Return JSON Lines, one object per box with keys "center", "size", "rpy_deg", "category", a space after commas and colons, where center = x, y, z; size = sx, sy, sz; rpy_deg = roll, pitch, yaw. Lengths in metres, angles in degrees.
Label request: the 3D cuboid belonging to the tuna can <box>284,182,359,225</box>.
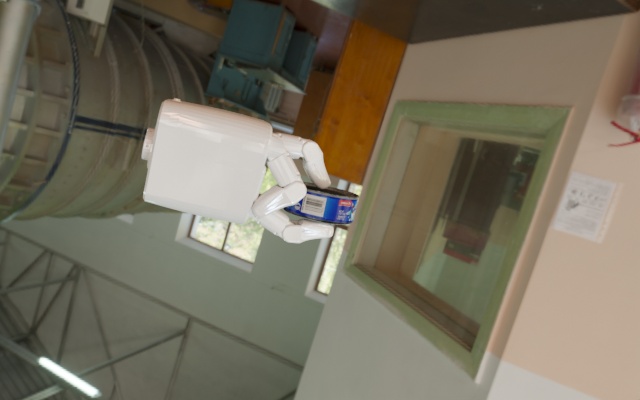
{"center": [0.000, 0.002, 0.559], "size": [0.086, 0.034, 0.086], "rpy_deg": [12, 7, -1], "category": "tuna can"}
